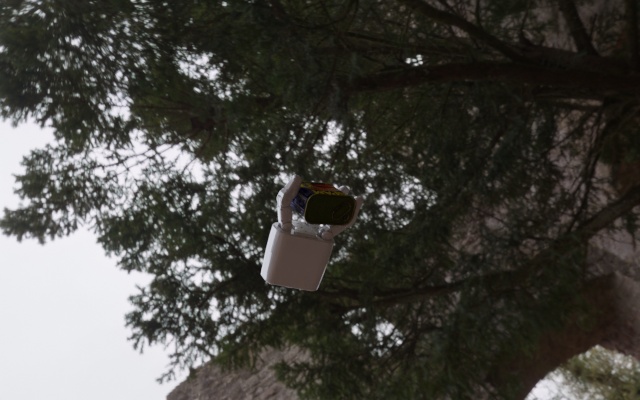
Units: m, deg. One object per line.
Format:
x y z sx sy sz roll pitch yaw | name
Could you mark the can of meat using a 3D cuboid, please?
0.000 0.003 0.872 0.102 0.057 0.084 4 18 -30 | can of meat
